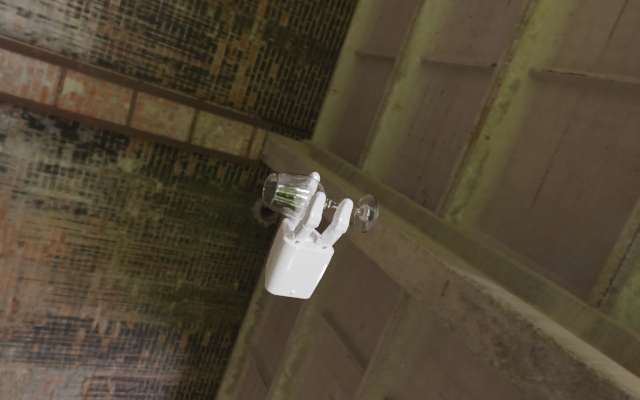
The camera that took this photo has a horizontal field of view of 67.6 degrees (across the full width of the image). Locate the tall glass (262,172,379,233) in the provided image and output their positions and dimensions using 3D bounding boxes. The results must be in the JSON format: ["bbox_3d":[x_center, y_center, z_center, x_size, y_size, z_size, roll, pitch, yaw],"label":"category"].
[{"bbox_3d":[0.001,0.003,0.840,0.201,0.079,0.079,14,-7,-28],"label":"tall glass"}]
